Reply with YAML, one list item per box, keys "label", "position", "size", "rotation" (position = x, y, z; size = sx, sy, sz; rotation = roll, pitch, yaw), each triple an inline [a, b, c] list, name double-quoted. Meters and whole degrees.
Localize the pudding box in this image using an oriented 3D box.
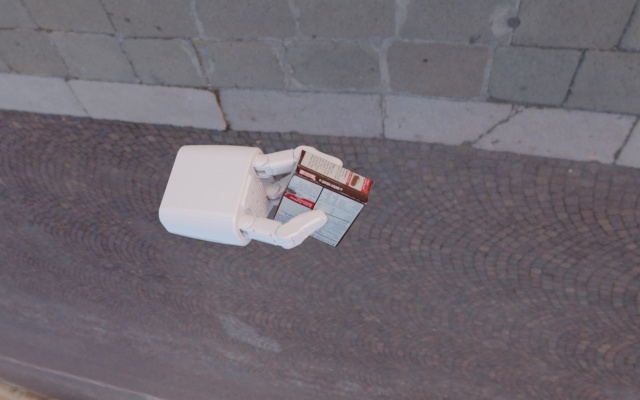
- label: "pudding box"
  position: [0.000, 0.002, 0.561]
  size: [0.090, 0.039, 0.113]
  rotation: [23, -34, -4]
